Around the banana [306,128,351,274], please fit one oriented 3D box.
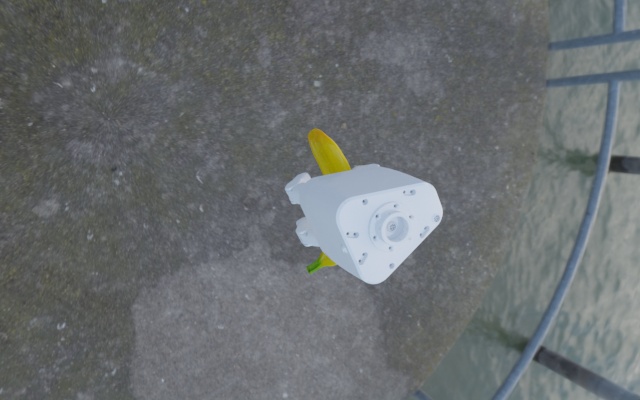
[{"bbox_3d":[0.018,0.004,0.629,0.069,0.198,0.037,-3,13,-15],"label":"banana"}]
